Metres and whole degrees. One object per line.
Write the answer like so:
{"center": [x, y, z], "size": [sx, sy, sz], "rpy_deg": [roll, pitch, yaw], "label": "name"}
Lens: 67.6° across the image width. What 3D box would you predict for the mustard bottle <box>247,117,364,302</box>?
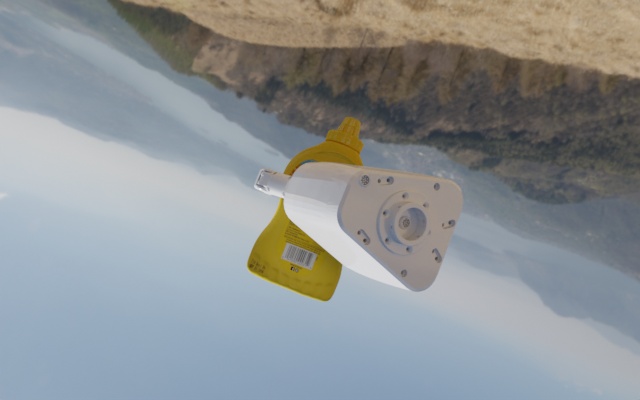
{"center": [0.000, 0.002, 0.507], "size": [0.096, 0.191, 0.058], "rpy_deg": [22, -4, 0], "label": "mustard bottle"}
